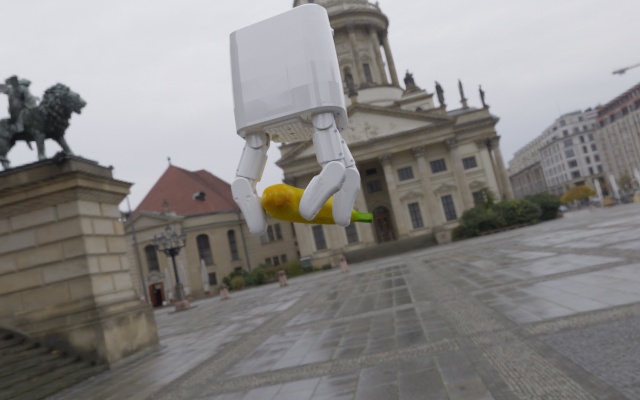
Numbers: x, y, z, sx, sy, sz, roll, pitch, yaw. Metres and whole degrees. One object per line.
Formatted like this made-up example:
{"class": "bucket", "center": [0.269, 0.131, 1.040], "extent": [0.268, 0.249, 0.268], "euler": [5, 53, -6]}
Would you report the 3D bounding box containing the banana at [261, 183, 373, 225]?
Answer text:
{"class": "banana", "center": [-0.014, 0.004, 0.517], "extent": [0.069, 0.037, 0.198], "euler": [-8, -9, 30]}
